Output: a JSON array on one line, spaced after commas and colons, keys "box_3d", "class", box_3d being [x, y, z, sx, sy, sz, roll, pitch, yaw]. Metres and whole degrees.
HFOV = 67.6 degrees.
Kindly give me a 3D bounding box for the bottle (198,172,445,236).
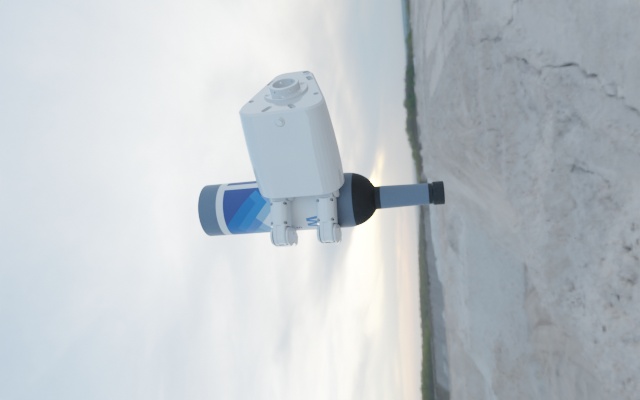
[{"box_3d": [0.000, 0.002, 0.585, 0.296, 0.069, 0.069, -4, -1, 12], "class": "bottle"}]
